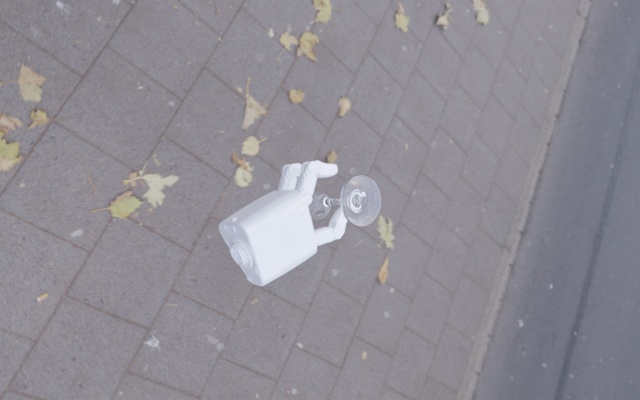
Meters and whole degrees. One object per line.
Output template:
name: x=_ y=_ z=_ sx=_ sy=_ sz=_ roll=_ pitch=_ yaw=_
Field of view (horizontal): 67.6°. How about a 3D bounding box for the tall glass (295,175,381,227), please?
tall glass: x=0.001 y=0.002 z=0.756 sx=0.079 sy=0.079 sz=0.201 roll=0 pitch=-1 yaw=-35
